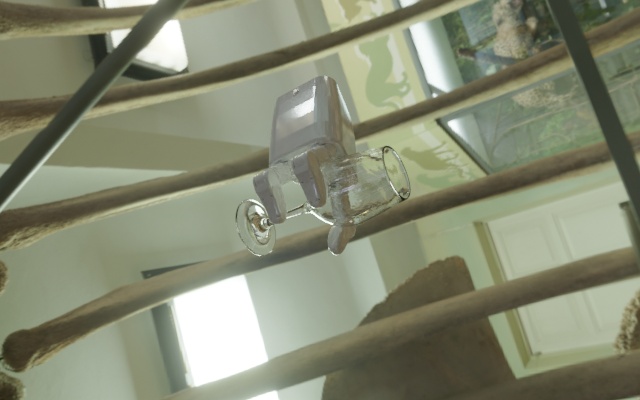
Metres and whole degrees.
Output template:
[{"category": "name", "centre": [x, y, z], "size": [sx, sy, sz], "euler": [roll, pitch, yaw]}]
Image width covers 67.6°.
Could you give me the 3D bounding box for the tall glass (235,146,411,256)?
[{"category": "tall glass", "centre": [0.000, 0.002, 0.554], "size": [0.201, 0.079, 0.079], "euler": [-21, -11, 29]}]
